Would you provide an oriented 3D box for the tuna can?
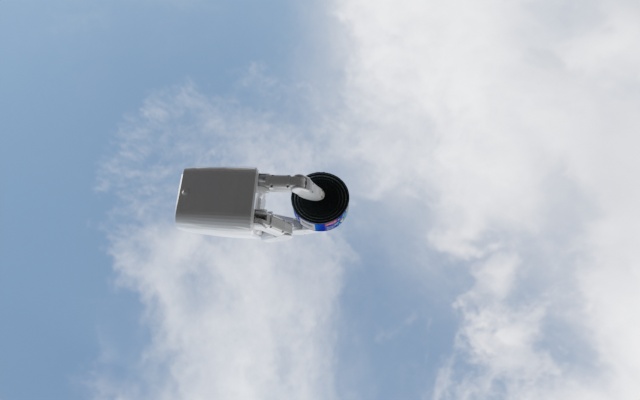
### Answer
[{"bbox_3d":[0.000,0.003,0.710,0.086,0.086,0.034,0,-27,3],"label":"tuna can"}]
